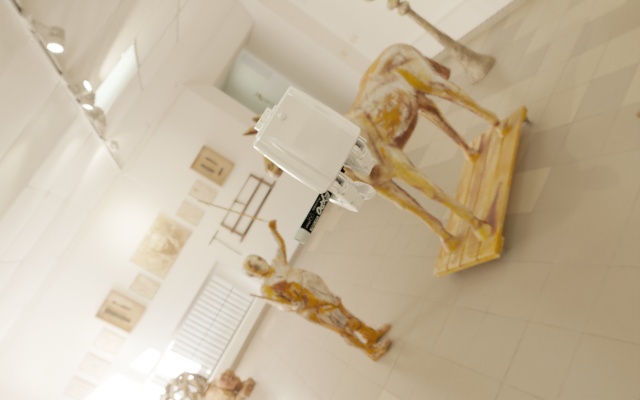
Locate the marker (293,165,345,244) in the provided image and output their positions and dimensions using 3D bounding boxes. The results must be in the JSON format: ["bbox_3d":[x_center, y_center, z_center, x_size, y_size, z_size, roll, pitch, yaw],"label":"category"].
[{"bbox_3d":[0.000,0.002,0.643,0.020,0.121,0.020,27,-14,7],"label":"marker"}]
